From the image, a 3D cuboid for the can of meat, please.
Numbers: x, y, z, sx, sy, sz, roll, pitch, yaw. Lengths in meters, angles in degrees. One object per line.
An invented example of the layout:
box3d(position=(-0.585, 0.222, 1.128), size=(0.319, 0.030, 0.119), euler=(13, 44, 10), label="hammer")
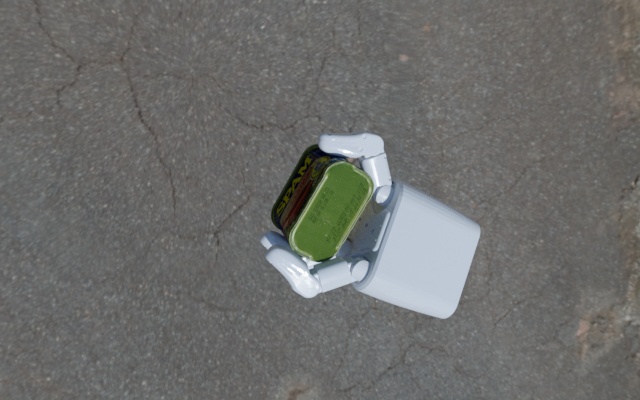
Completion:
box3d(position=(0.000, 0.002, 0.468), size=(0.057, 0.102, 0.084), euler=(28, 6, -20), label="can of meat")
